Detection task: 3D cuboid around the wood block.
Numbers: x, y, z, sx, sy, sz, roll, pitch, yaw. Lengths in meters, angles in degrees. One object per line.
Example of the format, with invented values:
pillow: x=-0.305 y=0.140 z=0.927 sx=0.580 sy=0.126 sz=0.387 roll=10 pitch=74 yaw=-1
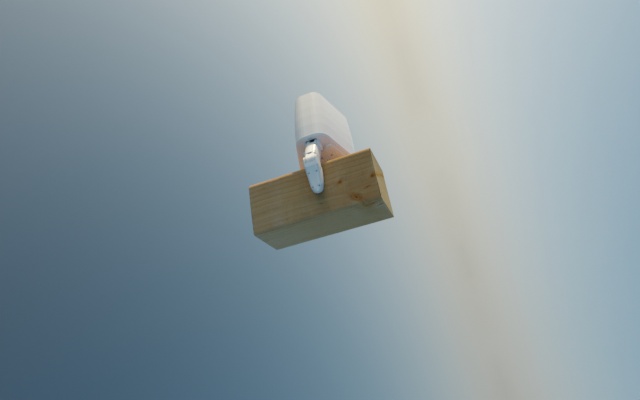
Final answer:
wood block: x=0.000 y=0.002 z=0.765 sx=0.206 sy=0.090 sz=0.091 roll=-17 pitch=-26 yaw=14
